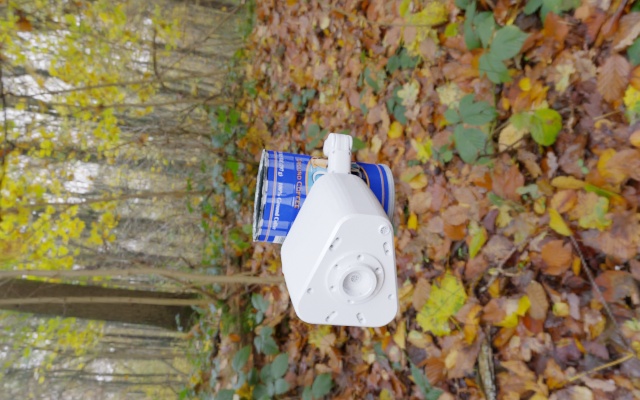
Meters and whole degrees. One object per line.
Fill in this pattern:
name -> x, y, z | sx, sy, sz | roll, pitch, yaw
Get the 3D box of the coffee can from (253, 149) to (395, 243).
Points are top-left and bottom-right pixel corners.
coffee can -> 0.000, 0.002, 0.538 | 0.140, 0.103, 0.103 | 6, -1, -11
